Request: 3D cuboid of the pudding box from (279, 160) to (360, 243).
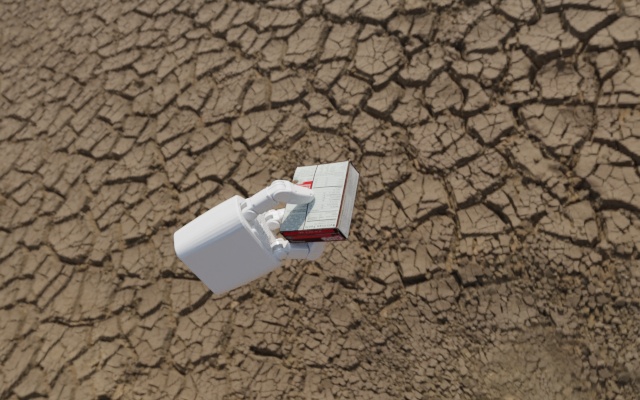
[{"bbox_3d":[0.000,0.002,0.657,0.090,0.113,0.039,-4,-32,27],"label":"pudding box"}]
